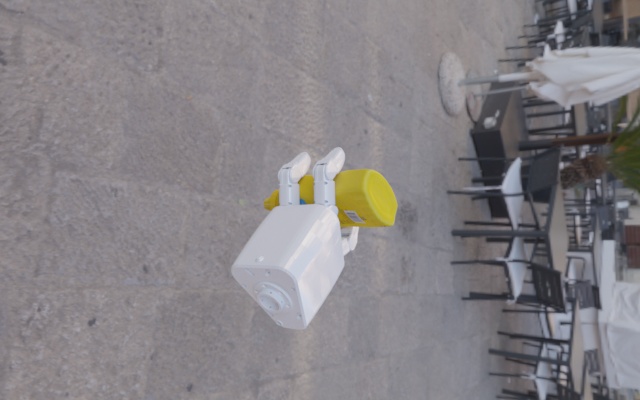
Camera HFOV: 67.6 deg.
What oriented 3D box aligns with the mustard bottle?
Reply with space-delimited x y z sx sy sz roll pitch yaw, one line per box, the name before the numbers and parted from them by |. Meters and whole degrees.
mustard bottle | 0.000 0.002 0.650 0.191 0.058 0.096 -3 -30 34
